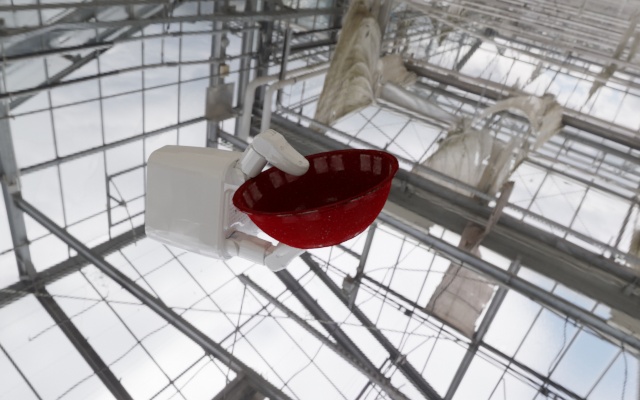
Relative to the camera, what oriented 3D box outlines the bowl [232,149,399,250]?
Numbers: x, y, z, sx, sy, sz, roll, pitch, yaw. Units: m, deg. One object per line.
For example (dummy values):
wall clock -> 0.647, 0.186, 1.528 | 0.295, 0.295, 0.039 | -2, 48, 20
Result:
bowl -> 0.001, 0.002, 0.463 | 0.162, 0.055, 0.162 | -12, 21, 5
